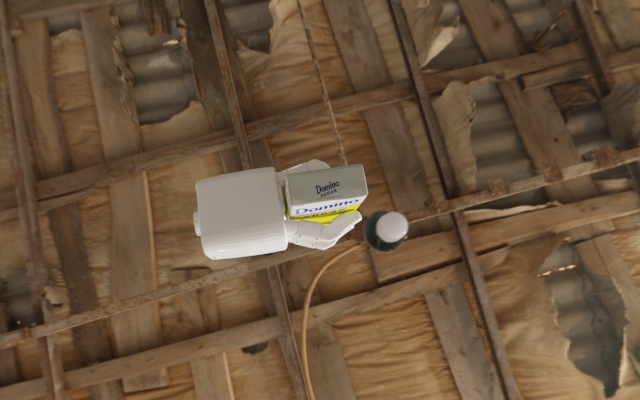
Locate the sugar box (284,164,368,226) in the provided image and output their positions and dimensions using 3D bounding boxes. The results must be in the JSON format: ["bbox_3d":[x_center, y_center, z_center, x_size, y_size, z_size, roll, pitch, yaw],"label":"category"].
[{"bbox_3d":[0.000,0.003,0.634,0.093,0.048,0.176,-8,-10,-7],"label":"sugar box"}]
